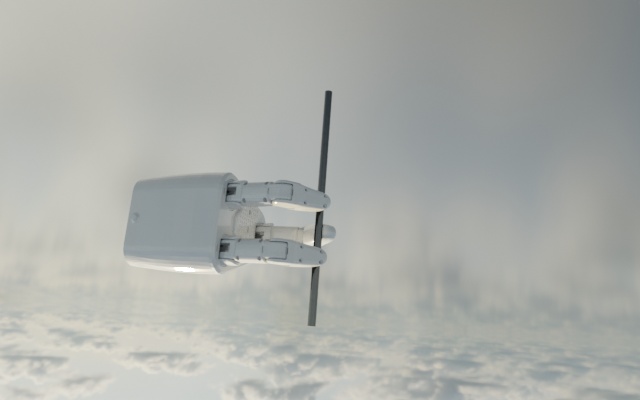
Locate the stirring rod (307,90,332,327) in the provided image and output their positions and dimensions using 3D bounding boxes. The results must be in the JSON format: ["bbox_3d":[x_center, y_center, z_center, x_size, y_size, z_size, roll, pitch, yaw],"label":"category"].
[{"bbox_3d":[0.000,0.001,0.477,0.011,0.239,0.011,4,-14,1],"label":"stirring rod"}]
